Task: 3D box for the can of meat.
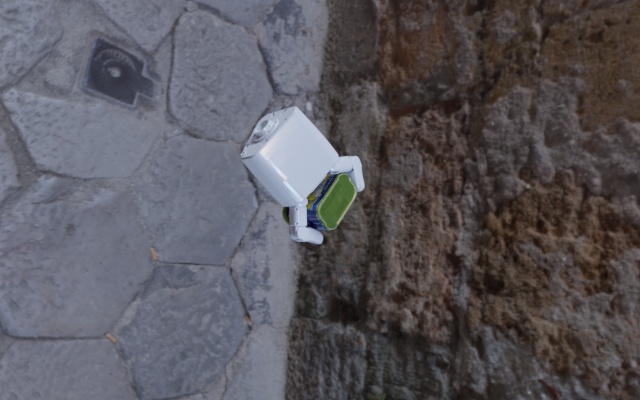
[{"bbox_3d":[0.000,0.003,0.779,0.084,0.102,0.057,-4,-46,47],"label":"can of meat"}]
